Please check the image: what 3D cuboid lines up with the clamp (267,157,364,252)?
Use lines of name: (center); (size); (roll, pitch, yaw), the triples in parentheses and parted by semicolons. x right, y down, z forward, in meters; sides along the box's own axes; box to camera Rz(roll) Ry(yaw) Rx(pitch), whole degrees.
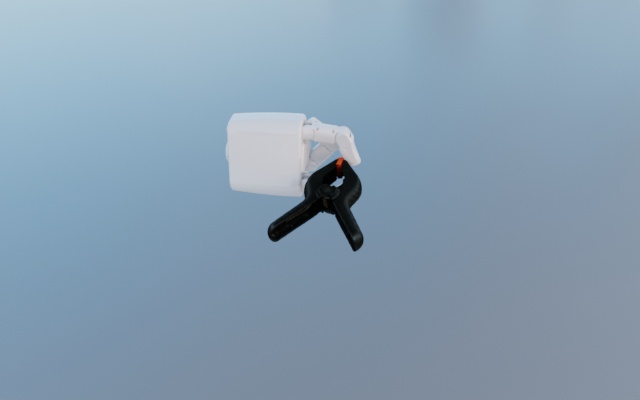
clamp: (0.000, 0.001, 0.633); (0.120, 0.039, 0.171); (4, 38, 5)
